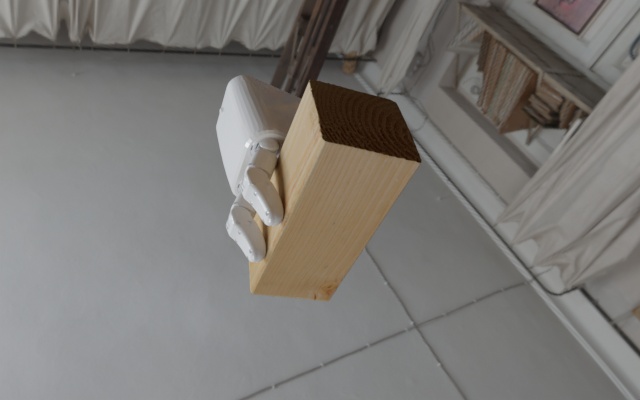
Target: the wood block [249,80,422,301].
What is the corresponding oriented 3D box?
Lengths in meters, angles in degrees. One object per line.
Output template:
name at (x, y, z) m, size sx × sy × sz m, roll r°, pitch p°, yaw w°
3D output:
wood block at (0.000, 0.001, 0.466) m, size 0.091 × 0.090 × 0.206 m, roll 9°, pitch -47°, yaw -20°
